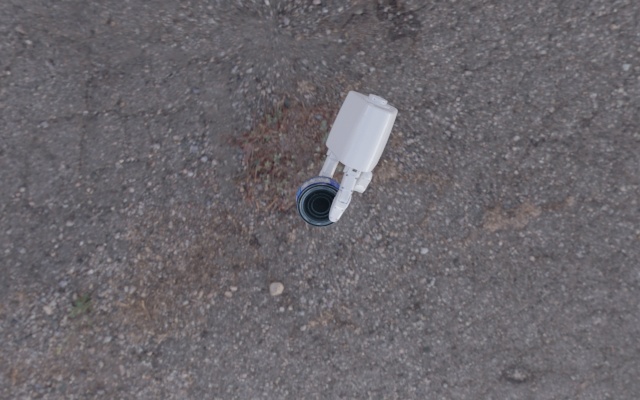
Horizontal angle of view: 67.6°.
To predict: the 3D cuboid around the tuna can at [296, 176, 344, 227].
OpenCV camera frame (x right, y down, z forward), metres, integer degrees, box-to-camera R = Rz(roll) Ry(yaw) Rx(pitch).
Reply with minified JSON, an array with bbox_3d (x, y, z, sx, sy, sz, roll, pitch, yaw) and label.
[{"bbox_3d":[0.000,0.003,0.831,0.086,0.086,0.033,0,25,-3],"label":"tuna can"}]
